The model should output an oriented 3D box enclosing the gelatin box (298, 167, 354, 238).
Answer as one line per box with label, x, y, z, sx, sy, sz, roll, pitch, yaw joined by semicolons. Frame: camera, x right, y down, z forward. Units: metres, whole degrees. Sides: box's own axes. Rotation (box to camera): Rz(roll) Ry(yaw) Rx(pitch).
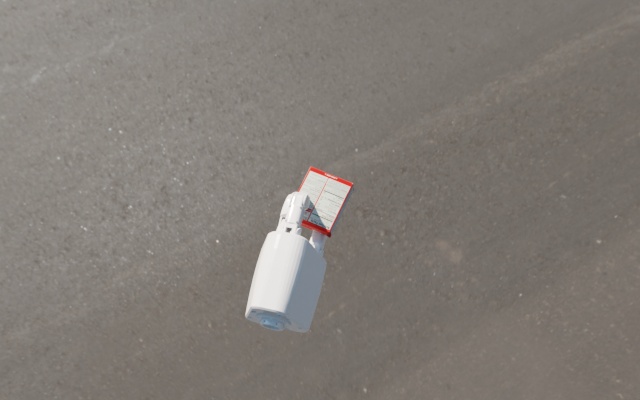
gelatin box;0.000;0.002;0.728;0.073;0.089;0.030;22;-18;13
